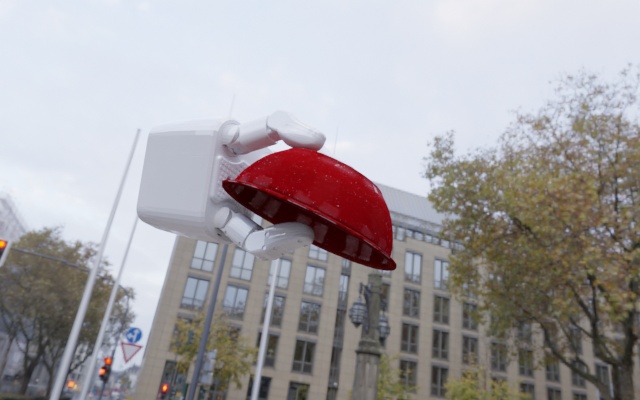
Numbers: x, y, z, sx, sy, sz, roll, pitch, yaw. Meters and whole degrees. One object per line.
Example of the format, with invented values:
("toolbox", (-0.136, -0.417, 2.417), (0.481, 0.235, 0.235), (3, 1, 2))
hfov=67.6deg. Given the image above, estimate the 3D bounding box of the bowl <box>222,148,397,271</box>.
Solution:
("bowl", (0.001, 0.001, 0.409), (0.162, 0.055, 0.162), (26, -12, 6))
